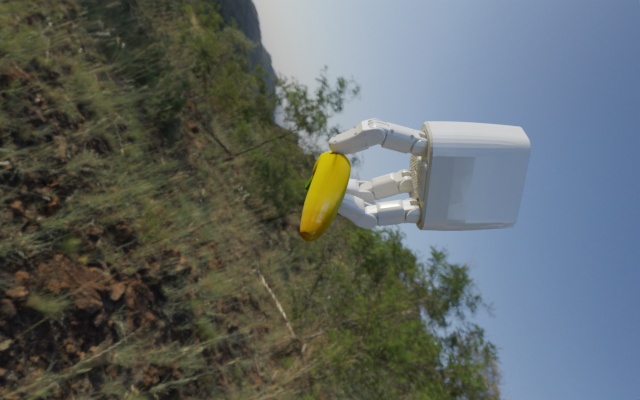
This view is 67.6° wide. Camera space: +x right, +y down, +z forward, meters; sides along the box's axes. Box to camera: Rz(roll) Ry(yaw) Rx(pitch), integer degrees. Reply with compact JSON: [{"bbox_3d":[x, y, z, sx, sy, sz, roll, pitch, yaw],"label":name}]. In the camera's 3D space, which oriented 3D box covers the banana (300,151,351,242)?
[{"bbox_3d":[0.007,-0.016,0.498,0.037,0.070,0.197,22,13,-4],"label":"banana"}]
